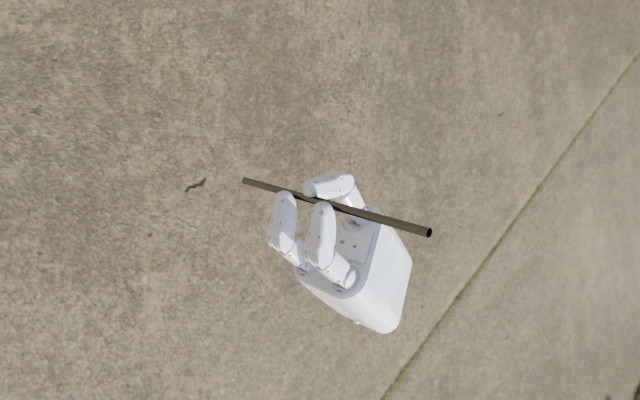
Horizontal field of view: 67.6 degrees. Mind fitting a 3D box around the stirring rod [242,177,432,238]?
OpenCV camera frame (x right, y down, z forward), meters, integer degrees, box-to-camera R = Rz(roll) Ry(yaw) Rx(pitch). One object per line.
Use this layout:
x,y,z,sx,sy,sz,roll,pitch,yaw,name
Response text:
0.000,0.001,0.455,0.239,0.011,0.011,16,11,43,stirring rod
